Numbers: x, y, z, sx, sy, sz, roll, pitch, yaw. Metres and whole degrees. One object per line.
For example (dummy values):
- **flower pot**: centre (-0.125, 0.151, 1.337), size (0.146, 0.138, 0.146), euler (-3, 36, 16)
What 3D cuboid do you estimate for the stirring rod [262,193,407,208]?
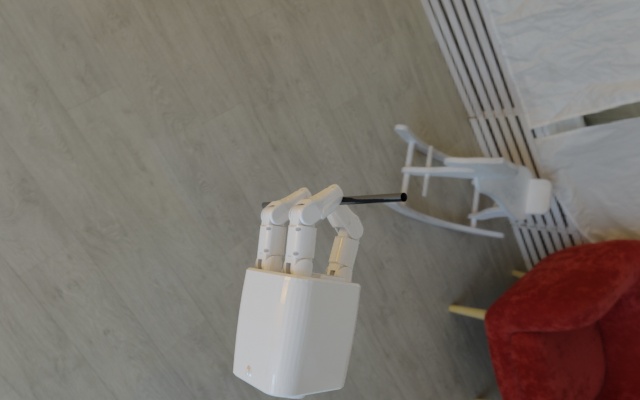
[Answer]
- **stirring rod**: centre (0.000, 0.002, 0.500), size (0.011, 0.011, 0.239), euler (0, -2, -36)
